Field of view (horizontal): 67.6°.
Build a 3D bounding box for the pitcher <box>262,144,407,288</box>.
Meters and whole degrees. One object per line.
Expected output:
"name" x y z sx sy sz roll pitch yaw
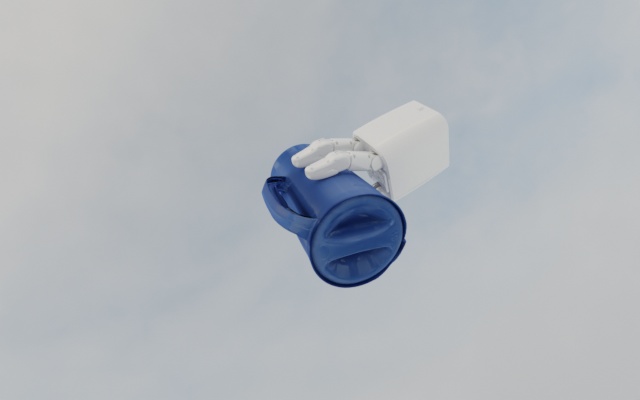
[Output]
"pitcher" 0.000 0.002 0.681 0.145 0.149 0.242 -29 32 -7
